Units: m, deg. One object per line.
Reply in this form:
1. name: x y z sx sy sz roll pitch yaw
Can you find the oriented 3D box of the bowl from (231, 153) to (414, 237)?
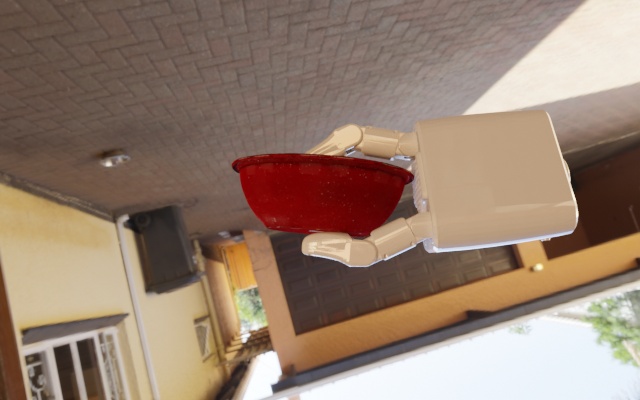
1. bowl: -0.001 0.002 0.424 0.162 0.055 0.162 4 -6 0
